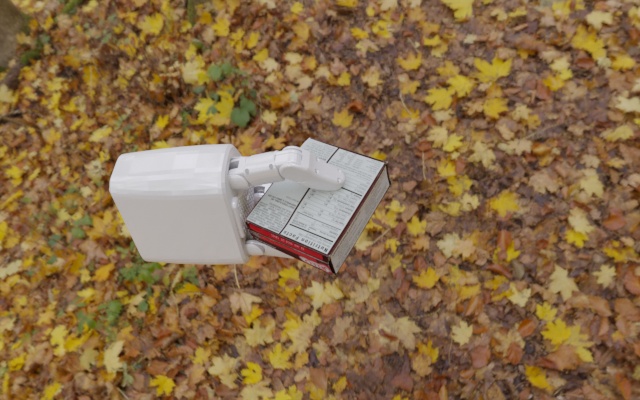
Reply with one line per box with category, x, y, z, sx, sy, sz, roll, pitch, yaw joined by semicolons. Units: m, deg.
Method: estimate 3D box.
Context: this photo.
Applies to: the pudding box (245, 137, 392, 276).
pudding box;0.000;0.001;0.436;0.090;0.113;0.039;22;-27;25
